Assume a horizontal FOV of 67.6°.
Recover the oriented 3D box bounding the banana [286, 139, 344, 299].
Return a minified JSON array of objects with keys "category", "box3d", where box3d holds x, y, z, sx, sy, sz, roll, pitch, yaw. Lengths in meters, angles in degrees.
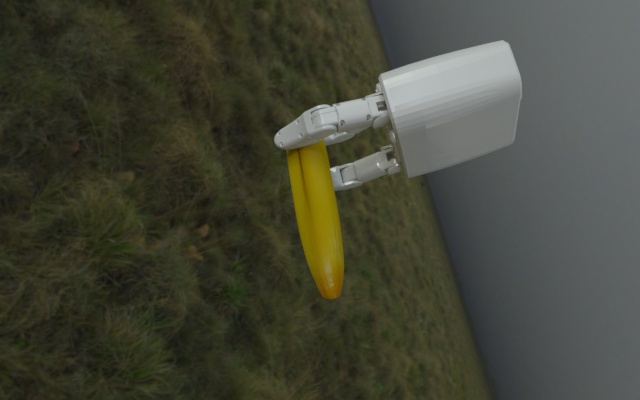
[{"category":"banana","box3d":[-0.005,-0.011,0.435,0.037,0.197,0.070,-15,-36,7]}]
